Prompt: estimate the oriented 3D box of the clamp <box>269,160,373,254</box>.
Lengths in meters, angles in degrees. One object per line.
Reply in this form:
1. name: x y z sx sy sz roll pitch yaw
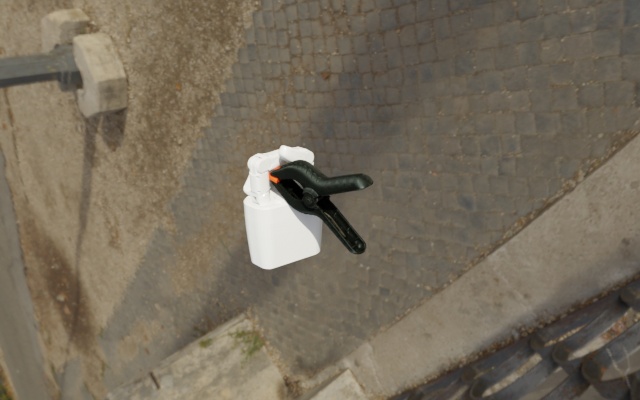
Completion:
1. clamp: 0.000 0.002 0.643 0.171 0.120 0.039 21 33 38
